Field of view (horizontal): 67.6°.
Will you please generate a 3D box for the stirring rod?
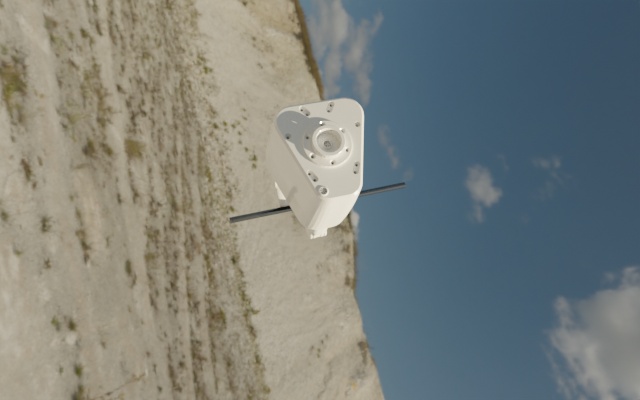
[{"bbox_3d":[0.000,0.002,0.632,0.239,0.011,0.011,-11,2,-12],"label":"stirring rod"}]
